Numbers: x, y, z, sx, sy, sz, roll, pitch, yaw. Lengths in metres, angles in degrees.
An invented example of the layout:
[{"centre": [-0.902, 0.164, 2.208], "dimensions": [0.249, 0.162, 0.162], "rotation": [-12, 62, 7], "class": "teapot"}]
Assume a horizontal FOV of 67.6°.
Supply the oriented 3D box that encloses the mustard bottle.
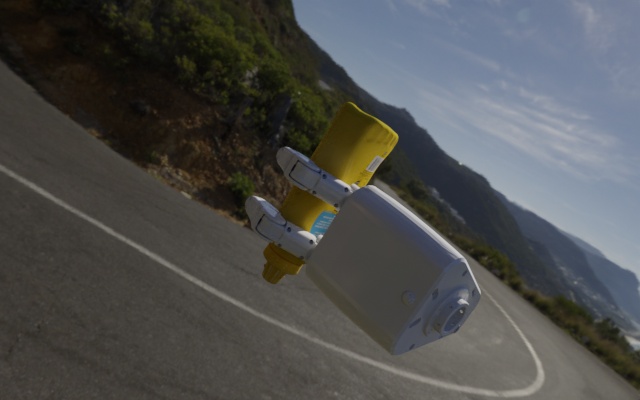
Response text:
[{"centre": [0.000, 0.001, 0.469], "dimensions": [0.058, 0.191, 0.096], "rotation": [35, 10, 15], "class": "mustard bottle"}]
